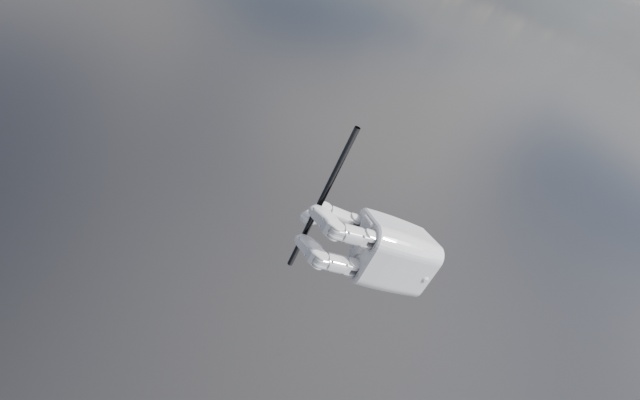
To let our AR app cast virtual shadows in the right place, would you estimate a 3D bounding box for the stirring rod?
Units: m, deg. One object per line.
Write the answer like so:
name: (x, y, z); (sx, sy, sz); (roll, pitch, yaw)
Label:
stirring rod: (0.000, 0.002, 0.653); (0.011, 0.240, 0.011); (19, 32, -12)
